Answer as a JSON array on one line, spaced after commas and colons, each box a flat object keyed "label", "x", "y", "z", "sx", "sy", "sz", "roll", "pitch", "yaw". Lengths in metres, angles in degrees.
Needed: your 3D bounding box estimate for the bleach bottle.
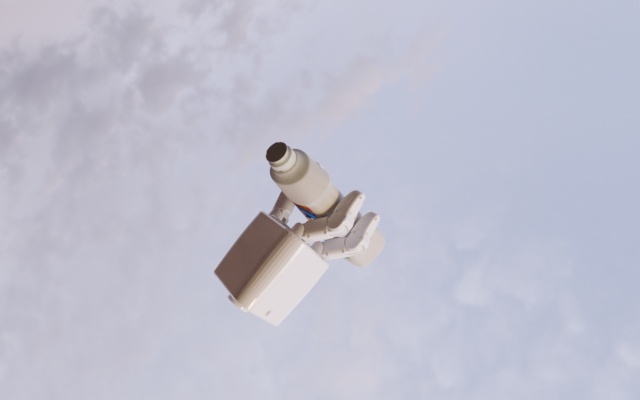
[{"label": "bleach bottle", "x": 0.000, "y": 0.002, "z": 0.631, "sx": 0.102, "sy": 0.068, "sz": 0.251, "roll": 35, "pitch": -8, "yaw": 40}]
